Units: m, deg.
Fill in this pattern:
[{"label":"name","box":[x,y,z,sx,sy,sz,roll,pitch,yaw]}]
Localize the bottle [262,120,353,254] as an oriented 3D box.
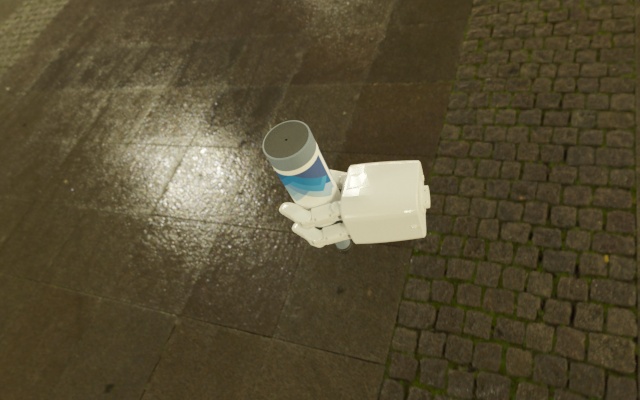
[{"label":"bottle","box":[0.000,0.002,0.728,0.069,0.069,0.296,0,-33,21]}]
